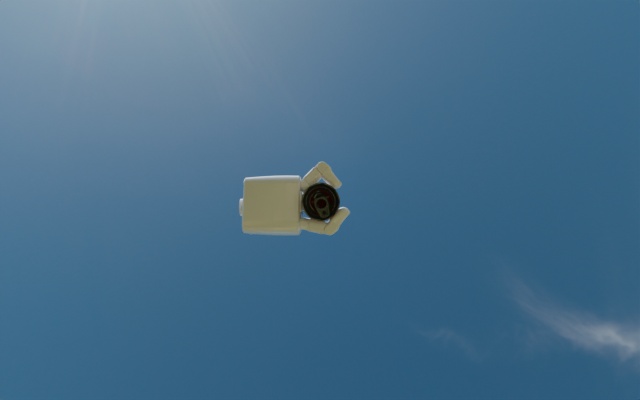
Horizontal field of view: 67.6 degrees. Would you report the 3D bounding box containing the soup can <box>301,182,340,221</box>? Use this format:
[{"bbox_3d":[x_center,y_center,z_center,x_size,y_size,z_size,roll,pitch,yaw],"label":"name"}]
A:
[{"bbox_3d":[0.001,0.003,0.887,0.068,0.068,0.102,0,-1,0],"label":"soup can"}]
